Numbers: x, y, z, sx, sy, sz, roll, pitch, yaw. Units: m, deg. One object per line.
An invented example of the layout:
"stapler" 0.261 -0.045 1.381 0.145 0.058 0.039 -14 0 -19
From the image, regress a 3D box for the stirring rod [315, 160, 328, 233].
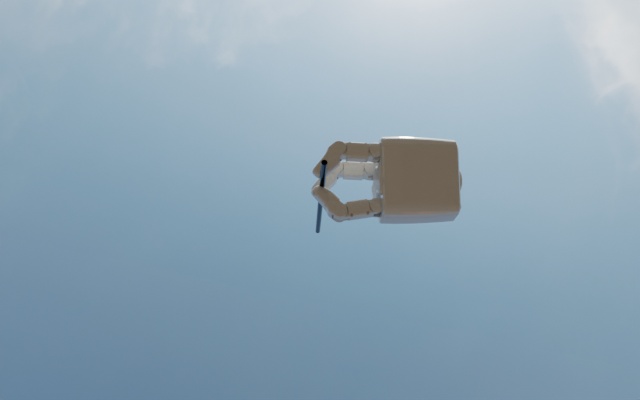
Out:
"stirring rod" 0.000 0.002 0.704 0.011 0.011 0.240 0 -24 -2
